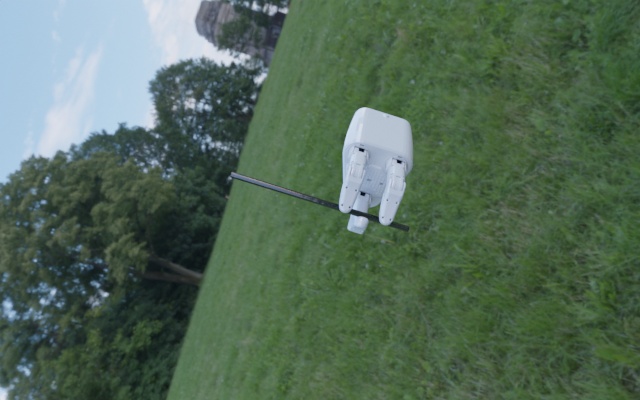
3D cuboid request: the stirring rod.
[{"bbox_3d":[0.000,0.002,0.619,0.239,0.011,0.011,17,-1,-2],"label":"stirring rod"}]
